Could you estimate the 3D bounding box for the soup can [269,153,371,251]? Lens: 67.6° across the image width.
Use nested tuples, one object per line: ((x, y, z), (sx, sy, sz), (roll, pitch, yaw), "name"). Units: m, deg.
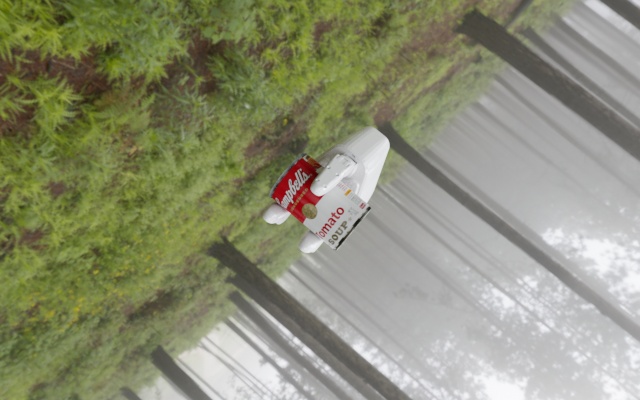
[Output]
((0.000, 0.002, 0.561), (0.102, 0.068, 0.068), (40, 4, 5), "soup can")
